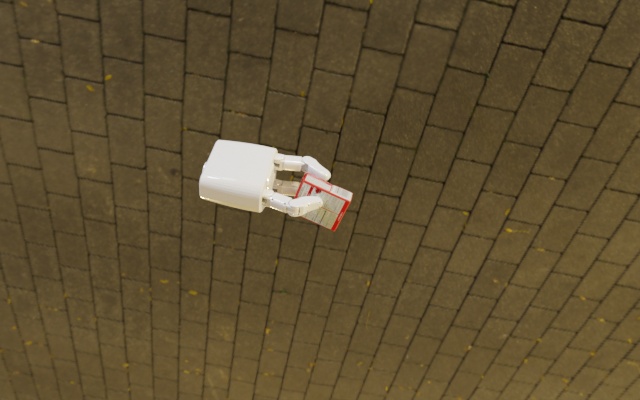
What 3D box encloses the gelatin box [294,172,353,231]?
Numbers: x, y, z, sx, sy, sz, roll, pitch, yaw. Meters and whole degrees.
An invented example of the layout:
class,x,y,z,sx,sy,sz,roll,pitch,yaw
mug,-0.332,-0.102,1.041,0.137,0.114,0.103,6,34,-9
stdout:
class,x,y,z,sx,sy,sz,roll,pitch,yaw
gelatin box,0.000,0.003,0.812,0.089,0.073,0.030,24,37,-1
